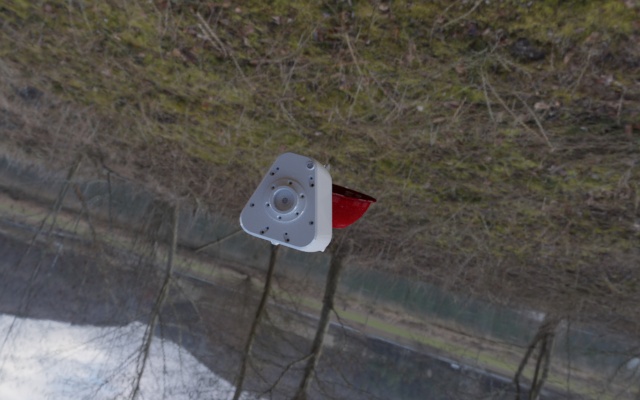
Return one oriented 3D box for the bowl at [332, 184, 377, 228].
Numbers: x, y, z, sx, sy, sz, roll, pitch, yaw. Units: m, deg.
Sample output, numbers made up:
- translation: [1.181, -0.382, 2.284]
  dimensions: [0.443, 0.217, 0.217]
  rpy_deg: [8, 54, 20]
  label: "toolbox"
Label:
- translation: [0.001, 0.003, 0.723]
  dimensions: [0.162, 0.055, 0.162]
  rpy_deg: [15, 7, -2]
  label: "bowl"
